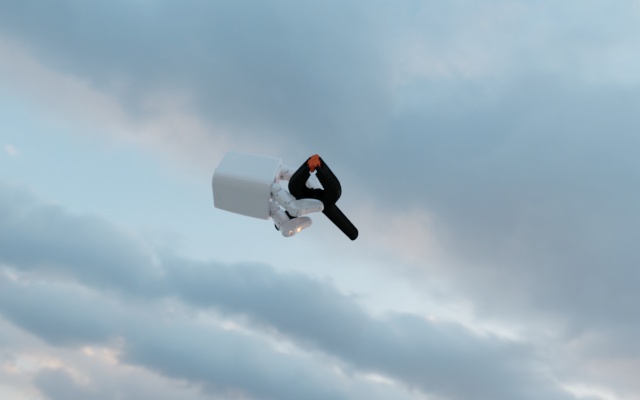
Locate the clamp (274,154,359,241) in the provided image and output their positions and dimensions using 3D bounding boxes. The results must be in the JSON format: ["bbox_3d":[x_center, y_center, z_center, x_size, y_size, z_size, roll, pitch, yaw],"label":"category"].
[{"bbox_3d":[0.000,0.002,0.861,0.164,0.036,0.210,11,-39,1],"label":"clamp"}]
